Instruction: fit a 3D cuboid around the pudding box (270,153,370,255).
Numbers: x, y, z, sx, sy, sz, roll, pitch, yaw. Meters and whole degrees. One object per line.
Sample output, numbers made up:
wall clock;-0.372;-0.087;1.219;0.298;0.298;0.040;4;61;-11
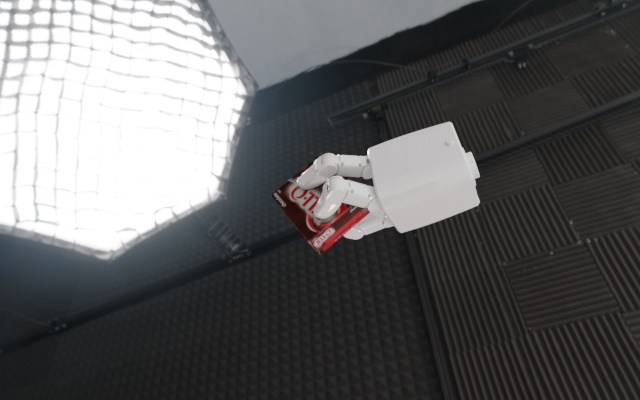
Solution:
pudding box;0.000;0.002;0.611;0.113;0.090;0.039;46;-6;47
